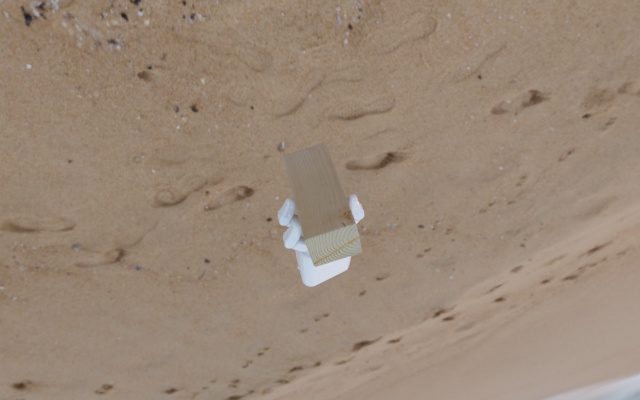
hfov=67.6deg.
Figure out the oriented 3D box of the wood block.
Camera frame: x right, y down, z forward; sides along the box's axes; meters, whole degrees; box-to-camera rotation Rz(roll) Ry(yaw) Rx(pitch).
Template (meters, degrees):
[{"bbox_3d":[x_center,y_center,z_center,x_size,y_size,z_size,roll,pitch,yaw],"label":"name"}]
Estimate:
[{"bbox_3d":[0.001,0.003,0.871,0.091,0.206,0.090,-17,-40,-1],"label":"wood block"}]
